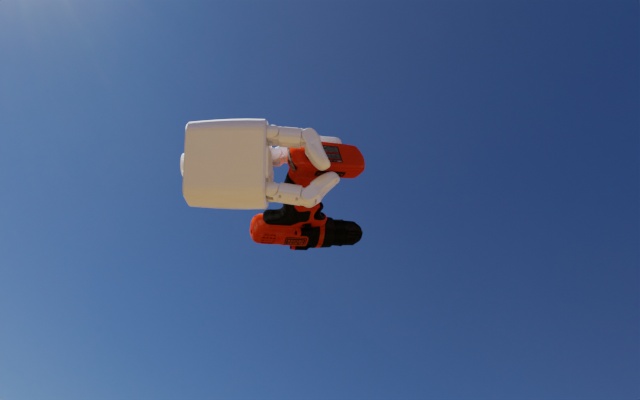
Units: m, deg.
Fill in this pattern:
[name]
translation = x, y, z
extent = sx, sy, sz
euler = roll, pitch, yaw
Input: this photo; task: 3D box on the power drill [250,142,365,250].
[power drill]
translation = 0.000, 0.002, 0.712
extent = 0.184, 0.188, 0.057
euler = 3, 43, -21
